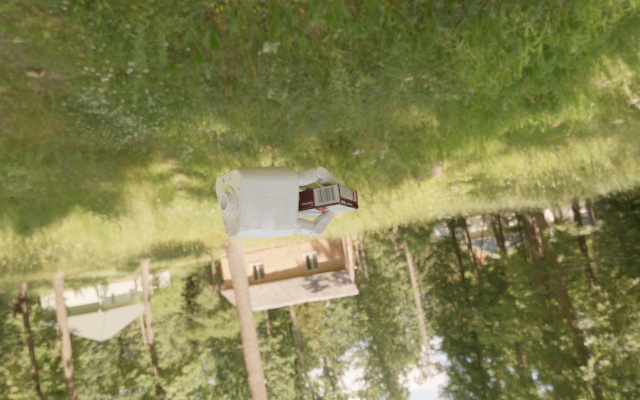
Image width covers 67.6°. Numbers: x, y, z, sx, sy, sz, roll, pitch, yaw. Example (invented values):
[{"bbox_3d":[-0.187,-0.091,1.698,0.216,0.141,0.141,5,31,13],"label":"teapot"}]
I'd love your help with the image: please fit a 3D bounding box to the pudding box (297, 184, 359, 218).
[{"bbox_3d":[0.000,0.003,0.855,0.113,0.039,0.090,-9,-10,24],"label":"pudding box"}]
